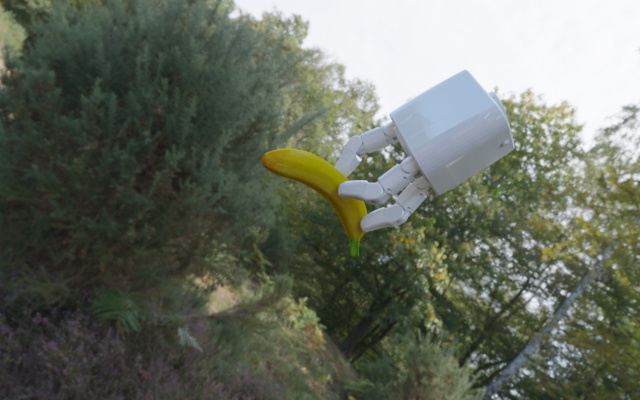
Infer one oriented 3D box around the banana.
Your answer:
[{"bbox_3d":[0.007,-0.011,0.584,0.037,0.069,0.198,-13,-46,38],"label":"banana"}]
